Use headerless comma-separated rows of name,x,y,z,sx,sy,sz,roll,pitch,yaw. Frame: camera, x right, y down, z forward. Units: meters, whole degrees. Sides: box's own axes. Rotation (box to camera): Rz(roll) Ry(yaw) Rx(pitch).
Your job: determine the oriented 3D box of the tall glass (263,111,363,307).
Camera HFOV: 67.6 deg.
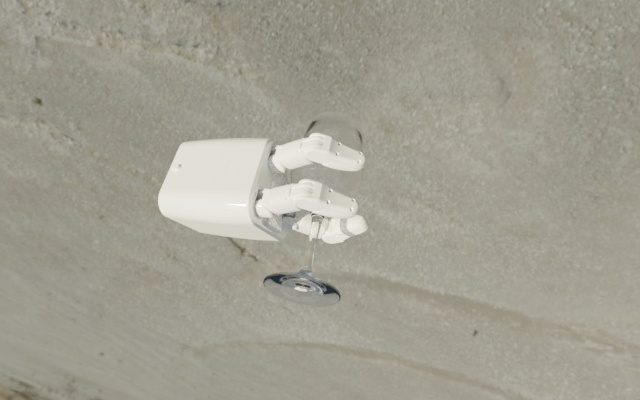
tall glass,0.000,0.002,0.496,0.079,0.201,0.079,9,-31,6
